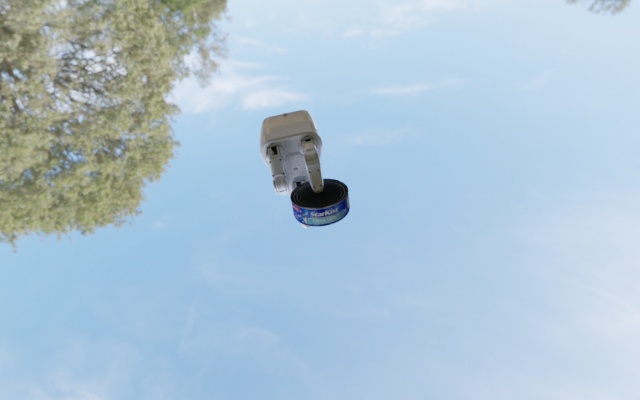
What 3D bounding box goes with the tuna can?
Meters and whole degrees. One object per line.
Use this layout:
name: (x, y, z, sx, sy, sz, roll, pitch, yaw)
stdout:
tuna can: (0.000, 0.003, 0.702, 0.086, 0.034, 0.086, -6, 30, 4)
